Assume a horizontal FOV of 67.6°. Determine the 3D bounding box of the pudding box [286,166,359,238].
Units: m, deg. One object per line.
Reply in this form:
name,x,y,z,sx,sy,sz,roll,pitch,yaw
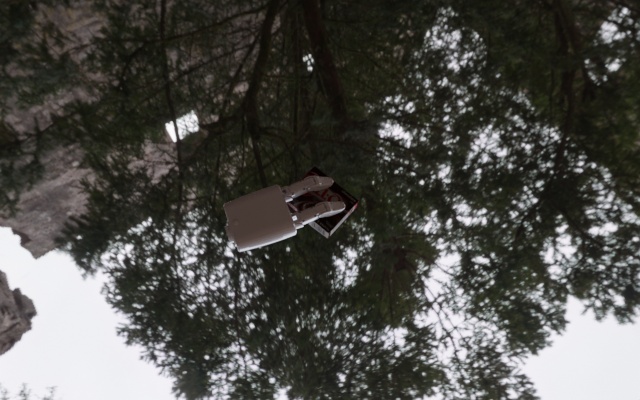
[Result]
pudding box,0.000,0.003,0.895,0.113,0.090,0.039,39,-22,11
